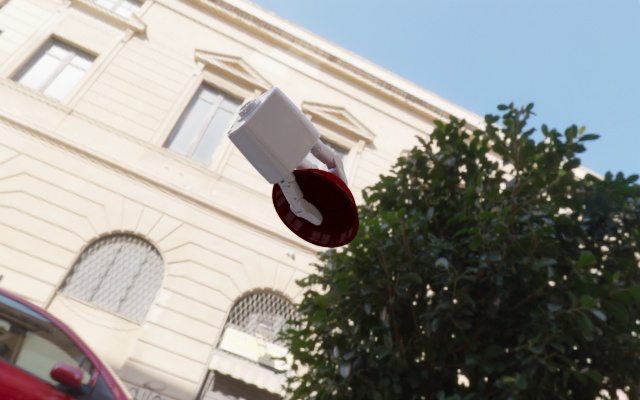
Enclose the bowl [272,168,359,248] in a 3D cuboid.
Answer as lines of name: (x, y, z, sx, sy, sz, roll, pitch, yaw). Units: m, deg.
bowl: (0.001, 0.003, 0.806, 0.162, 0.162, 0.055, 0, 35, 33)
